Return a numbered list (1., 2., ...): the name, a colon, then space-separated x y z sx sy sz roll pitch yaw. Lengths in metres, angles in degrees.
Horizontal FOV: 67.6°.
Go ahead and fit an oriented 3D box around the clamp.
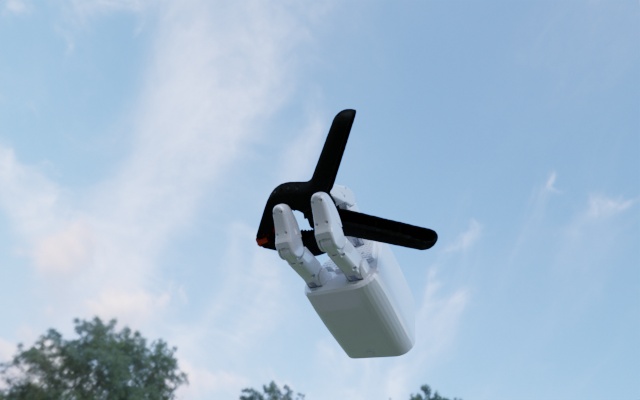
1. clamp: 0.000 0.002 0.517 0.210 0.164 0.036 -17 21 35
